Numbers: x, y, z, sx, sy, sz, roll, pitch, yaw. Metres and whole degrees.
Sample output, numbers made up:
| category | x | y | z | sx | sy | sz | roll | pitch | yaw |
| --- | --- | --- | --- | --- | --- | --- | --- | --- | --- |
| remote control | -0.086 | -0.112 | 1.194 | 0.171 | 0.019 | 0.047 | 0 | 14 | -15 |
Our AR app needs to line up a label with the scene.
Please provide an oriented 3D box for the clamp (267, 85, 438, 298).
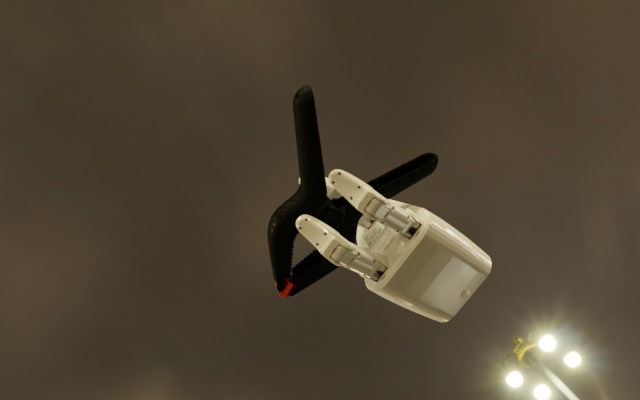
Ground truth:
| category | x | y | z | sx | sy | sz | roll | pitch | yaw |
| --- | --- | --- | --- | --- | --- | --- | --- | --- | --- |
| clamp | 0.000 | 0.002 | 0.480 | 0.164 | 0.210 | 0.036 | 31 | 12 | -23 |
